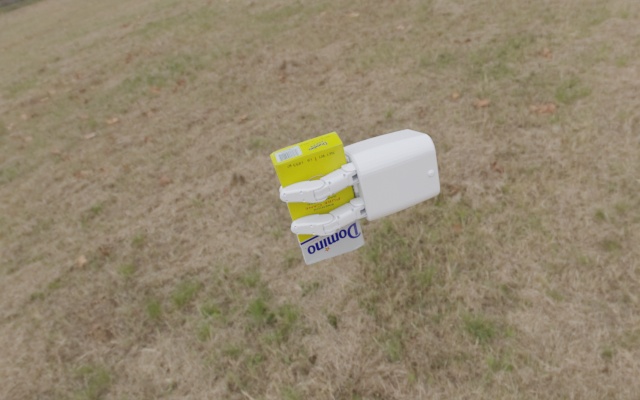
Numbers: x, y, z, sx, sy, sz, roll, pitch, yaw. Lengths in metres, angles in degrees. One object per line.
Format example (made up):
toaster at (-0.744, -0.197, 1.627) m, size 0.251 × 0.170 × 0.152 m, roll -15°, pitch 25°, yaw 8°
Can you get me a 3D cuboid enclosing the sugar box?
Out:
sugar box at (0.000, 0.002, 0.661) m, size 0.093 × 0.176 × 0.048 m, roll -18°, pitch 32°, yaw -3°
